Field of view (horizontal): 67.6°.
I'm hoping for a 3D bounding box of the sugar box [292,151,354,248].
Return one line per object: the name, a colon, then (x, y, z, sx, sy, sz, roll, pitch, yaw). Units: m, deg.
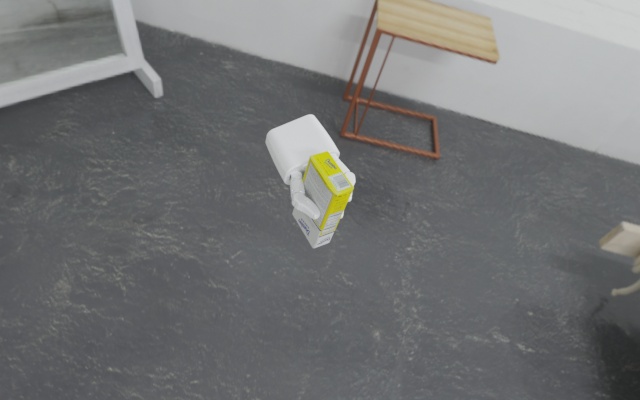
sugar box: (0.001, 0.003, 0.887, 0.048, 0.093, 0.176, -19, -29, -25)
